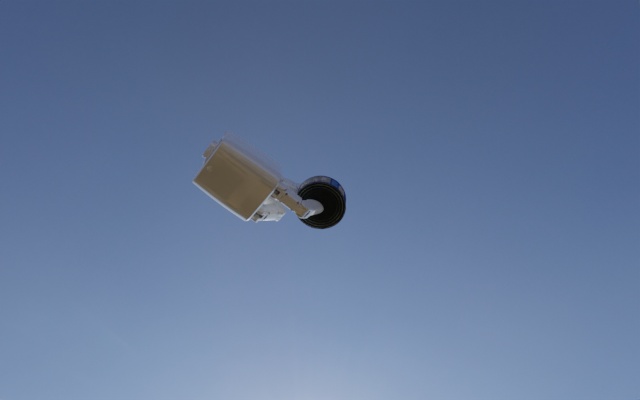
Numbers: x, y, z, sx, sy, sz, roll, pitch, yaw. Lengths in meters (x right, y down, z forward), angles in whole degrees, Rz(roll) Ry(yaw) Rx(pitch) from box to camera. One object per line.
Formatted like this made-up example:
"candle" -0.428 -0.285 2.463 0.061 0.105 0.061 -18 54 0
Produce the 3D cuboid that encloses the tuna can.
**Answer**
"tuna can" 0.000 0.002 0.796 0.086 0.086 0.033 0 26 5
